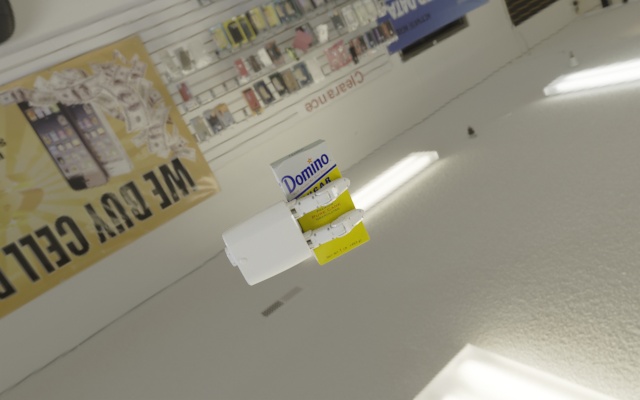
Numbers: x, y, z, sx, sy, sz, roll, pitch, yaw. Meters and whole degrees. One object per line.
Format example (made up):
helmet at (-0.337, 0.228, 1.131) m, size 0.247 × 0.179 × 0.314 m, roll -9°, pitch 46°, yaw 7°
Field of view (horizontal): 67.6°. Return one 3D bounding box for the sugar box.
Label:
sugar box at (0.000, 0.003, 0.751) m, size 0.093 × 0.176 × 0.048 m, roll -28°, pitch 16°, yaw -7°
